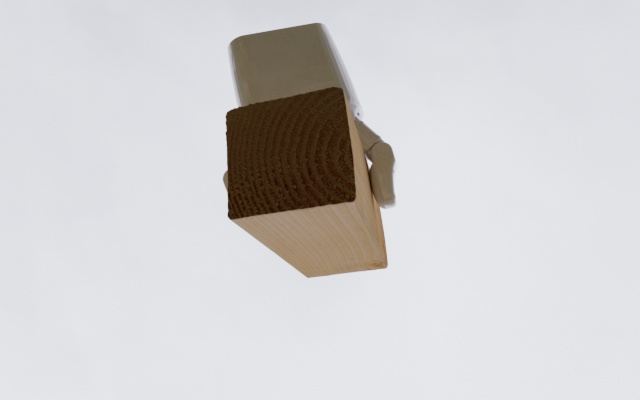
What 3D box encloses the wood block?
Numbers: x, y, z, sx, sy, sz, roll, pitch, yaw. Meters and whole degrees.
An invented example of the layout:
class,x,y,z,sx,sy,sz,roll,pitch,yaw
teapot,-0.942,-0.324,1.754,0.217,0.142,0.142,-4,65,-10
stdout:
class,x,y,z,sx,sy,sz,roll,pitch,yaw
wood block,0.000,0.001,0.421,0.091,0.090,0.206,-10,-22,11
